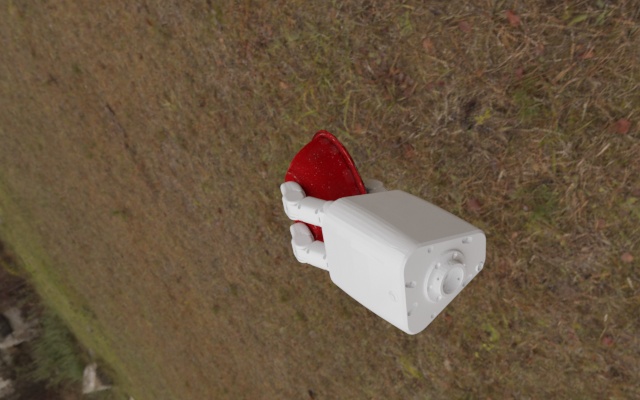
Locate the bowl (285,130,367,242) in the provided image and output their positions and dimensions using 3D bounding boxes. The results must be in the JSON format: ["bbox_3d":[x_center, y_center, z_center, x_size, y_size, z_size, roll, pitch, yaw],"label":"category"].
[{"bbox_3d":[-0.001,0.002,0.565,0.055,0.162,0.162,-20,6,-17],"label":"bowl"}]
